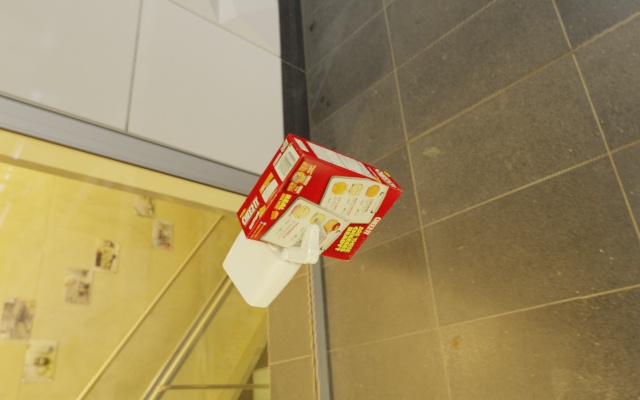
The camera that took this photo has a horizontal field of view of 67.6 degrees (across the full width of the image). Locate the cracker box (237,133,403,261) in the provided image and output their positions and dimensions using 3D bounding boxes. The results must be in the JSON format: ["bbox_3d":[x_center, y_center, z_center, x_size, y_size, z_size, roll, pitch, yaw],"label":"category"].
[{"bbox_3d":[0.000,0.003,0.764,0.214,0.164,0.072,17,29,-38],"label":"cracker box"}]
